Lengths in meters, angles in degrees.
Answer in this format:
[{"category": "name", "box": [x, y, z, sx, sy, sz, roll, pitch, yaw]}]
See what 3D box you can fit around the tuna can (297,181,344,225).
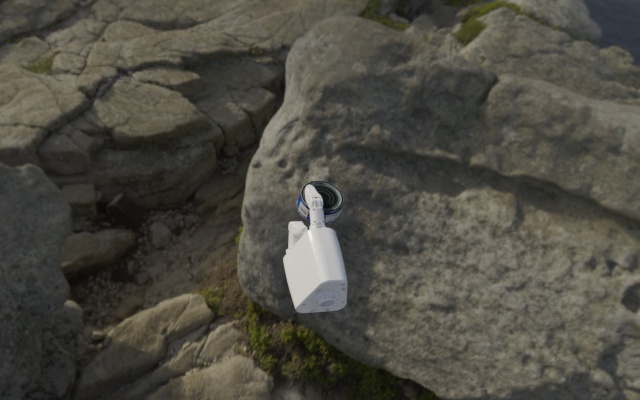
[{"category": "tuna can", "box": [0.000, 0.002, 0.895, 0.086, 0.086, 0.034, 0, -43, -16]}]
